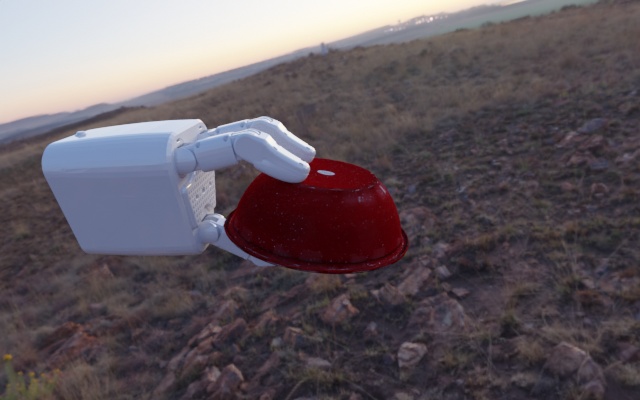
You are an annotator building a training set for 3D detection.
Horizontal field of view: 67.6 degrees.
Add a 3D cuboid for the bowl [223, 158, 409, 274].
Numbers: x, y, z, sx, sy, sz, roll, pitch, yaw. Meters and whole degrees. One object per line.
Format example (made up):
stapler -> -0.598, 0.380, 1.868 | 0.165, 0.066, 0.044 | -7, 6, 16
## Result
bowl -> 0.001, 0.001, 0.412 | 0.162, 0.055, 0.162 | 6, 19, -2
